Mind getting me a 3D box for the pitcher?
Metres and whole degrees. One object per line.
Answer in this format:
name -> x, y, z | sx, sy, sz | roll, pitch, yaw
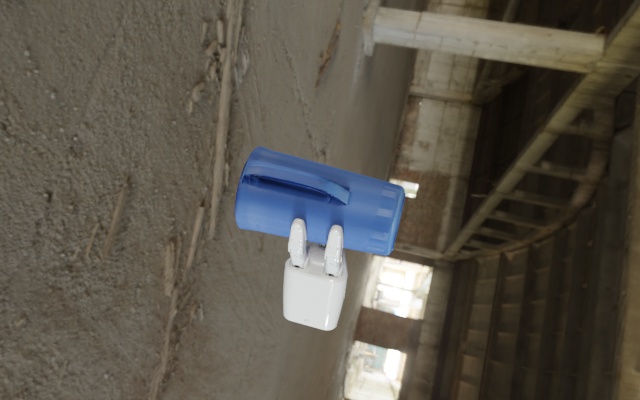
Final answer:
pitcher -> 0.000, 0.003, 0.723 | 0.243, 0.145, 0.149 | 13, 27, 10
